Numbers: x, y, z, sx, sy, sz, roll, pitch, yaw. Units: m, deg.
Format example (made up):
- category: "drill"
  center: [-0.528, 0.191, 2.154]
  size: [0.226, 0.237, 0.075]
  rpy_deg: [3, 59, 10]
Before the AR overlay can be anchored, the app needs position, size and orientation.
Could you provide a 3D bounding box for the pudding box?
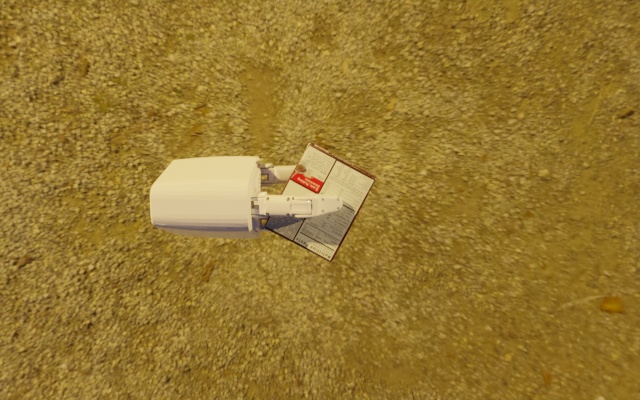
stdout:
- category: "pudding box"
  center: [0.000, 0.002, 0.552]
  size: [0.090, 0.113, 0.039]
  rpy_deg: [28, 7, -1]
